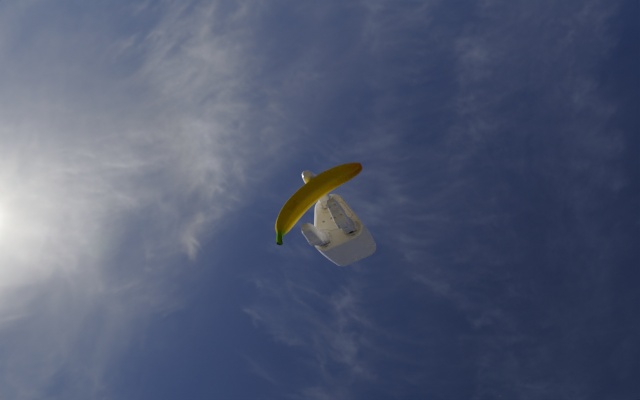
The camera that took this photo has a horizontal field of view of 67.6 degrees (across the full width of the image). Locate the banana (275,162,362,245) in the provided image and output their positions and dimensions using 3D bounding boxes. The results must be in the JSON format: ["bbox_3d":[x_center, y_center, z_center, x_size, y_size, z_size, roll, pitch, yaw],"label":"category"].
[{"bbox_3d":[-0.013,-0.004,0.835,0.069,0.198,0.037,42,-5,42],"label":"banana"}]
